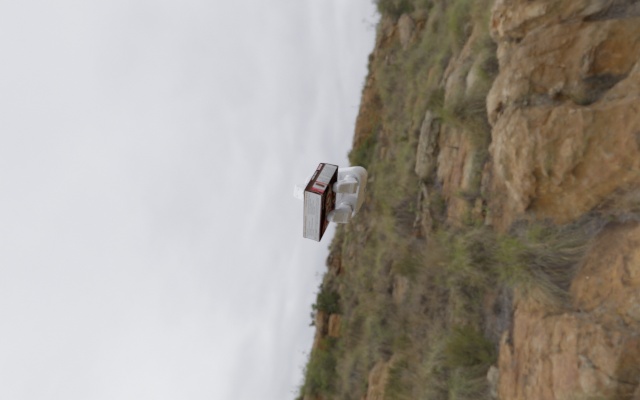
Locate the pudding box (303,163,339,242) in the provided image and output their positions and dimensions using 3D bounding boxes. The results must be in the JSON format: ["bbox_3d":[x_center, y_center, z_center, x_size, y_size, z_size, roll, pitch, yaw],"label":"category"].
[{"bbox_3d":[0.000,0.003,0.849,0.039,0.114,0.090,12,41,14],"label":"pudding box"}]
